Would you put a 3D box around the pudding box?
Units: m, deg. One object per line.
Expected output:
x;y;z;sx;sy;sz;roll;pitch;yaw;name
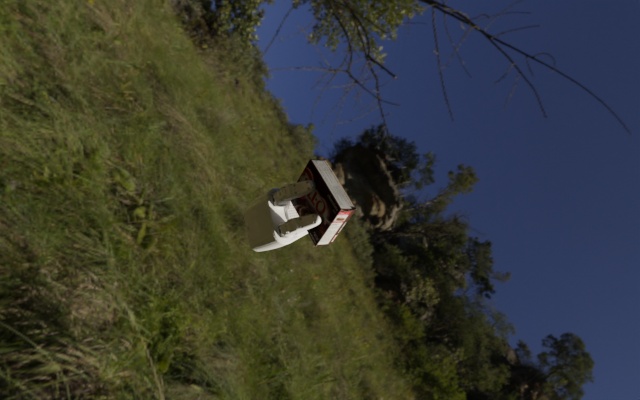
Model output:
0.000;0.003;0.772;0.039;0.113;0.090;-6;-39;-38;pudding box
